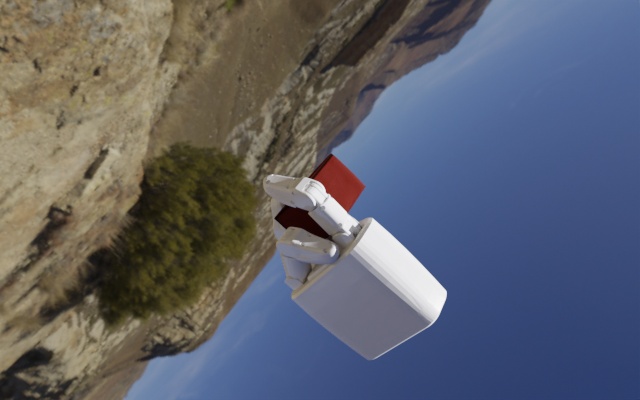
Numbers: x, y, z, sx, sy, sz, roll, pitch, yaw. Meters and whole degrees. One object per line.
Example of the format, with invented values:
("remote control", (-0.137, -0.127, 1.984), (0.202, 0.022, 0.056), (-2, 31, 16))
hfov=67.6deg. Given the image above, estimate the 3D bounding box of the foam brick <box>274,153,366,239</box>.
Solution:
("foam brick", (0.000, 0.001, 0.494), (0.078, 0.051, 0.053), (-53, 6, -39))
